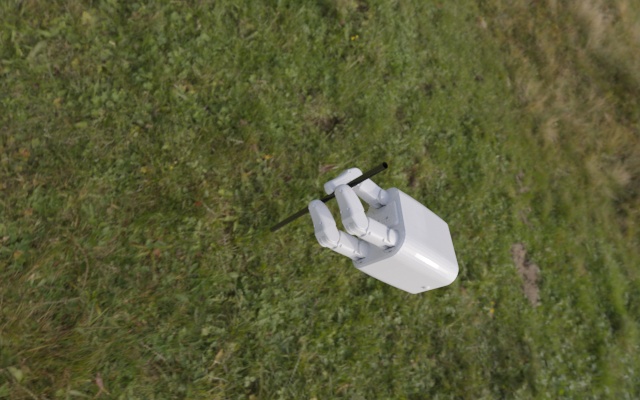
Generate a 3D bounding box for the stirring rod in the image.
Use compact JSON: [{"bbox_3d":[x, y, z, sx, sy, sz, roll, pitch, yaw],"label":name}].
[{"bbox_3d":[0.000,0.002,0.610,0.011,0.011,0.239,0,-20,-39],"label":"stirring rod"}]
